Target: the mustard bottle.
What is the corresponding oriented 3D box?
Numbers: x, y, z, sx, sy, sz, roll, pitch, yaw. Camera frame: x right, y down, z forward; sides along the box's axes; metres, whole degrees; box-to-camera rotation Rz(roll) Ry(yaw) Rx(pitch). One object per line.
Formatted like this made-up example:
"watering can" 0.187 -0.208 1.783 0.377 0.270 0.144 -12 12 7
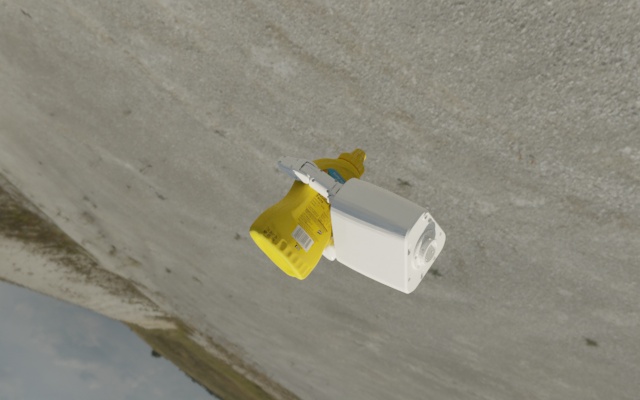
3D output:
"mustard bottle" 0.000 0.002 0.627 0.096 0.191 0.058 50 -23 -26
